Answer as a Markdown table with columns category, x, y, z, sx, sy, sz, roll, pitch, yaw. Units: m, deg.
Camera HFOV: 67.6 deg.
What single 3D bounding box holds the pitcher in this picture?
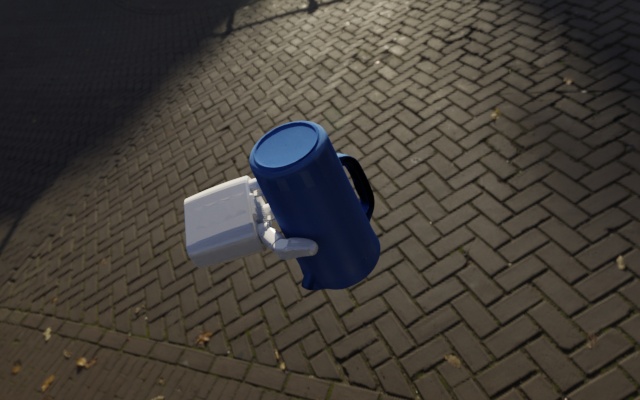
| category | x | y | z | sx | sy | sz | roll | pitch | yaw |
| --- | --- | --- | --- | --- | --- | --- | --- | --- | --- |
| pitcher | 0.000 | 0.002 | 0.689 | 0.145 | 0.149 | 0.243 | -17 | -47 | 9 |
